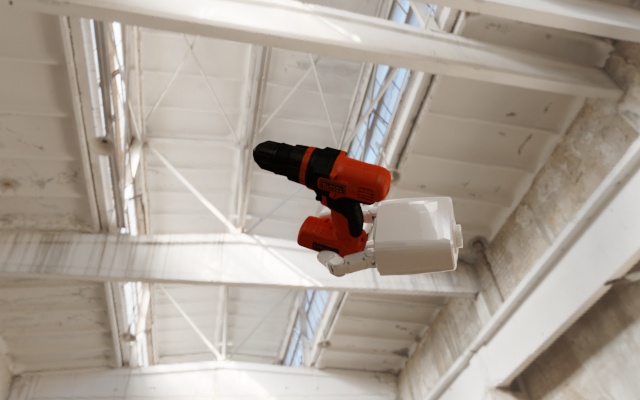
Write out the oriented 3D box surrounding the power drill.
[{"bbox_3d":[0.000,0.002,0.664,0.184,0.057,0.188,17,-35,14],"label":"power drill"}]
